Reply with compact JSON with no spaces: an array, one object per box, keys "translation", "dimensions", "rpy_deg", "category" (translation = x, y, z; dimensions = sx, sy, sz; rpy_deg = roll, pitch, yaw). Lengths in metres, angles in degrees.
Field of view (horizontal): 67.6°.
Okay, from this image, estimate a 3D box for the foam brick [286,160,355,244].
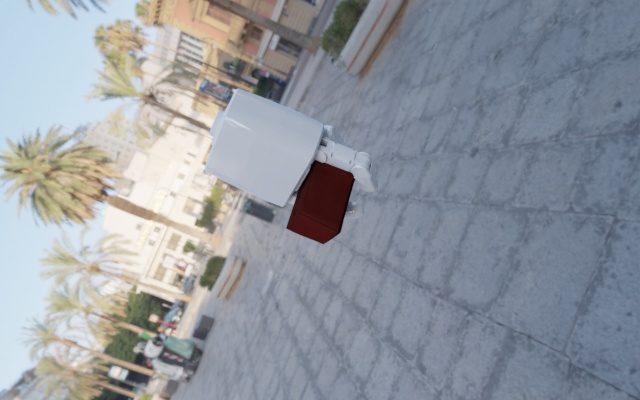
[{"translation":[0.000,0.002,0.551],"dimensions":[0.051,0.078,0.053],"rpy_deg":[23,-29,-12],"category":"foam brick"}]
